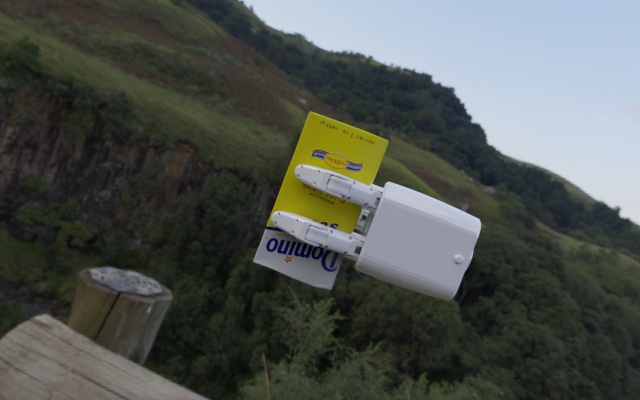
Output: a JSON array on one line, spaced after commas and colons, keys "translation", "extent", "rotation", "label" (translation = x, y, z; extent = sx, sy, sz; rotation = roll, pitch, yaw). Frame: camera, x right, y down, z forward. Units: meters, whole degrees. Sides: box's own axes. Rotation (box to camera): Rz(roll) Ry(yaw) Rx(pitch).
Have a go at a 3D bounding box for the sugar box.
[{"translation": [0.000, 0.002, 0.528], "extent": [0.093, 0.176, 0.048], "rotation": [20, 2, 2], "label": "sugar box"}]
